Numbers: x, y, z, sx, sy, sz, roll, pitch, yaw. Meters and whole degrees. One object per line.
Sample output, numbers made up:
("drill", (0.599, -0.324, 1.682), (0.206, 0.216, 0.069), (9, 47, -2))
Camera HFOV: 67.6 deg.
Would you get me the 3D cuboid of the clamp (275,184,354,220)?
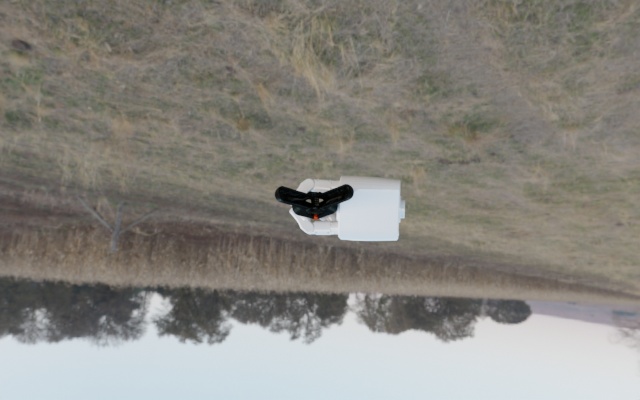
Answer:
("clamp", (0.000, 0.003, 0.796), (0.120, 0.039, 0.171), (2, -9, 9))
